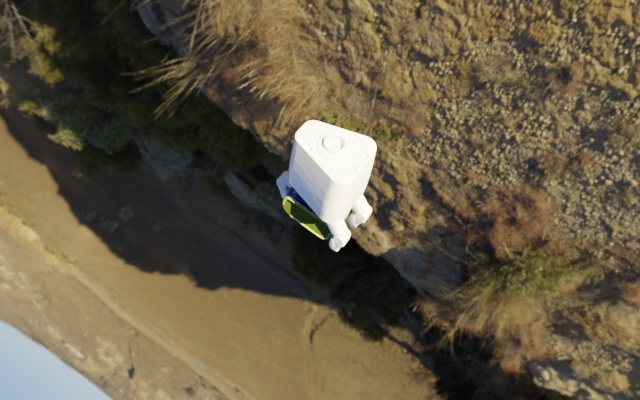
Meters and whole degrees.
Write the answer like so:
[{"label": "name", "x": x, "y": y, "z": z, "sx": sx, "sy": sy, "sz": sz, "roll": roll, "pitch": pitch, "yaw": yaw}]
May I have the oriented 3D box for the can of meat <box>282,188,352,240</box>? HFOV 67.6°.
[{"label": "can of meat", "x": 0.000, "y": 0.003, "z": 0.779, "sx": 0.102, "sy": 0.084, "sz": 0.057, "roll": 35, "pitch": -29, "yaw": 9}]
